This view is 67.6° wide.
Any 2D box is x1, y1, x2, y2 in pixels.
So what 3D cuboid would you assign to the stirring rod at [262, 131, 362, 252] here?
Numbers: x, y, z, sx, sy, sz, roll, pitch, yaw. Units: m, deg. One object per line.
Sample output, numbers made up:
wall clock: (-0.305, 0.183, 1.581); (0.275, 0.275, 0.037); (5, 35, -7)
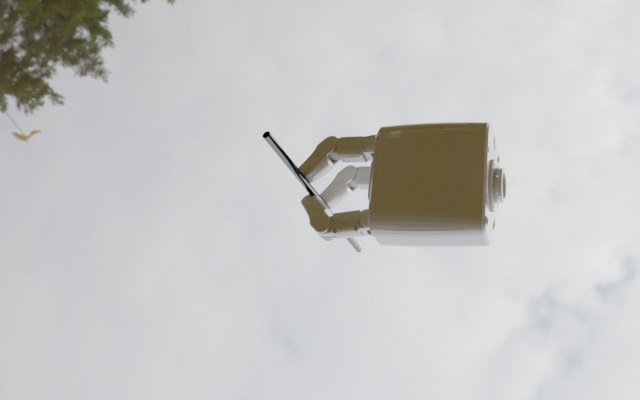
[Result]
stirring rod: (0.000, 0.002, 0.527); (0.011, 0.011, 0.240); (0, -31, 29)
